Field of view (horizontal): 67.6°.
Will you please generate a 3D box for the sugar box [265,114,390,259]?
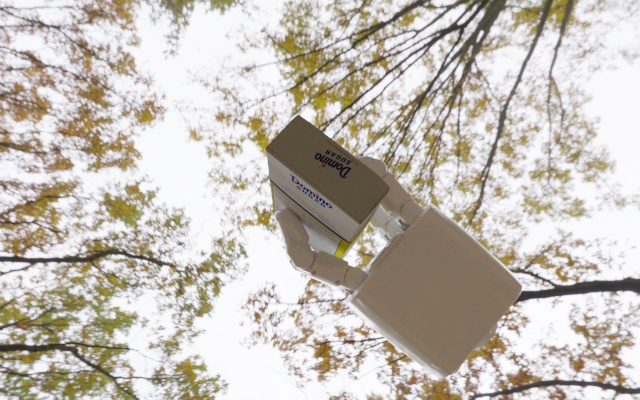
[{"bbox_3d":[0.001,0.001,0.431,0.093,0.048,0.176,39,-18,7],"label":"sugar box"}]
